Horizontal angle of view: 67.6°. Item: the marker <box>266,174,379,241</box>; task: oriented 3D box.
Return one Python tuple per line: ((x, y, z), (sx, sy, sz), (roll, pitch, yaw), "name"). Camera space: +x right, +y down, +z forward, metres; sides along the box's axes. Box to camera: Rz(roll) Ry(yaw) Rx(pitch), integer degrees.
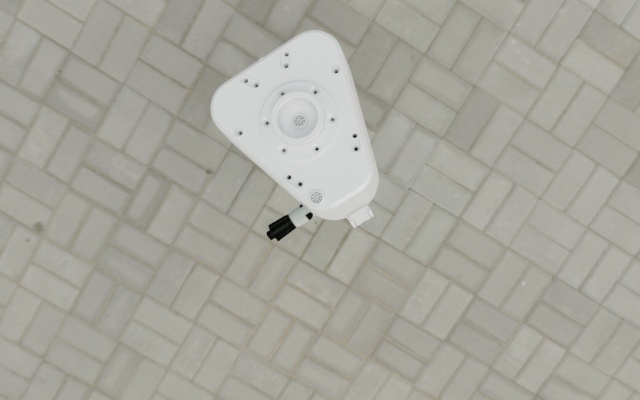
((0.000, 0.002, 0.457), (0.121, 0.020, 0.020), (-33, -2, 4), "marker")
